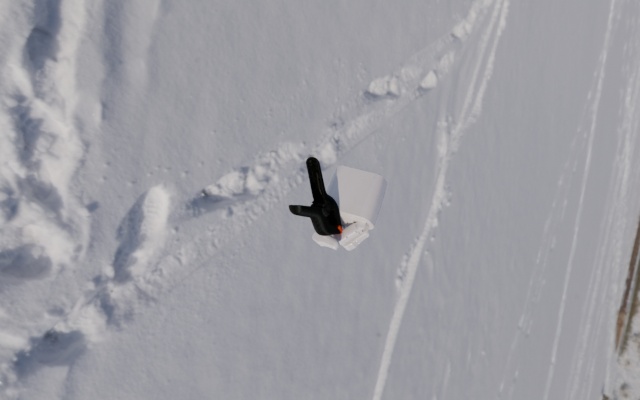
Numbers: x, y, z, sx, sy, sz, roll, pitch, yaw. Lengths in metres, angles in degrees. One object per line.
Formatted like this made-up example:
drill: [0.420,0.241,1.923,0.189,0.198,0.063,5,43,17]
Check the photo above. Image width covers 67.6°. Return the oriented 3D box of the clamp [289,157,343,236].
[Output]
clamp: [0.001,0.003,0.893,0.039,0.120,0.171,7,-24,29]
